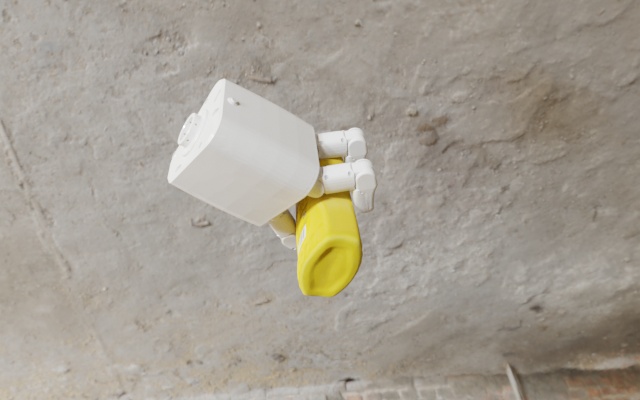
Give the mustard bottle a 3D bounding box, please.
[{"bbox_3d":[0.000,0.002,0.518,0.058,0.096,0.191,6,42,-13],"label":"mustard bottle"}]
